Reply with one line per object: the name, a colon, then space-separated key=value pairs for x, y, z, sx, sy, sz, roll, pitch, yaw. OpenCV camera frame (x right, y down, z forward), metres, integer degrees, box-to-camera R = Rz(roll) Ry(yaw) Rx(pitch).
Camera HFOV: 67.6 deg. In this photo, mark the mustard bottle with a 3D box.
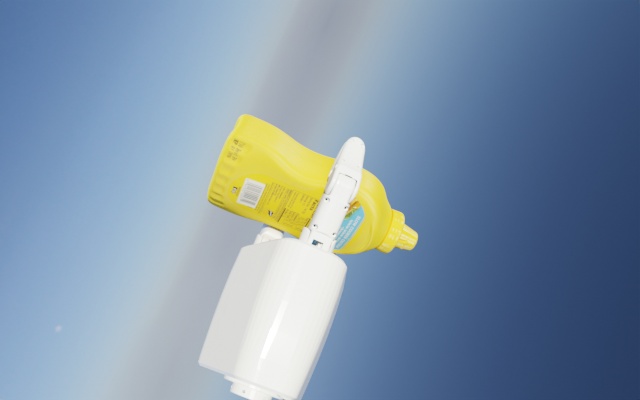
mustard bottle: x=0.000 y=0.001 z=0.431 sx=0.191 sy=0.058 sz=0.096 roll=24 pitch=-46 yaw=-8
